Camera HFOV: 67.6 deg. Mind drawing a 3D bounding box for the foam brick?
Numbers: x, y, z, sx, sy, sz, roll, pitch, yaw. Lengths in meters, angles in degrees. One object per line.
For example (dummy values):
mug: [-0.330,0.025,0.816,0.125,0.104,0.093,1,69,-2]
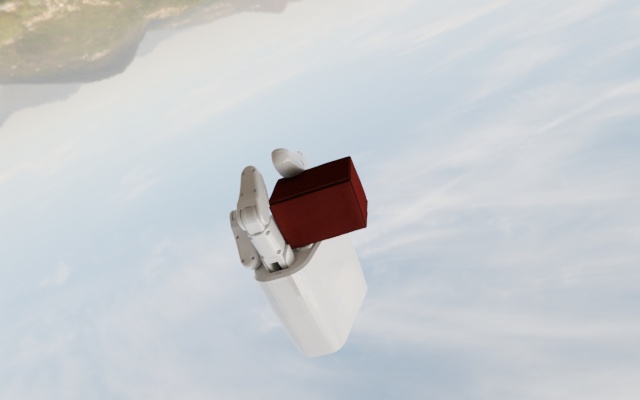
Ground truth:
foam brick: [0.000,0.001,0.436,0.078,0.051,0.053,-17,24,15]
